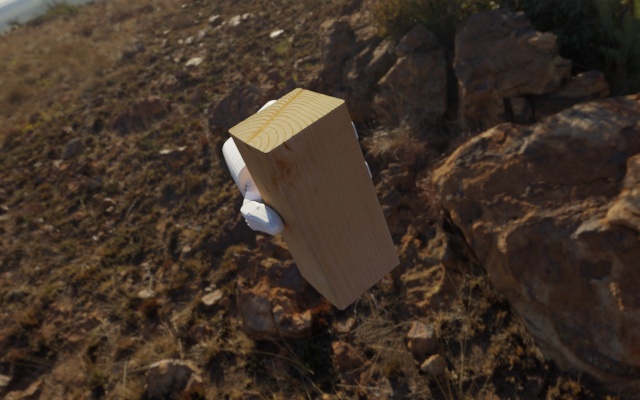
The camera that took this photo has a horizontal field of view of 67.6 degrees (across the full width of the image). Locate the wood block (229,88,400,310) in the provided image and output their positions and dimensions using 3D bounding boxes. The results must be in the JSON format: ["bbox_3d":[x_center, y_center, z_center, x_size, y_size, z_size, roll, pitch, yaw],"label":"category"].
[{"bbox_3d":[0.000,0.002,0.500,0.091,0.206,0.090,-35,35,-17],"label":"wood block"}]
